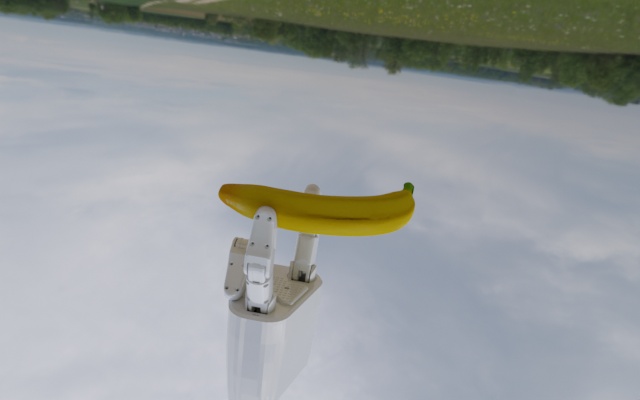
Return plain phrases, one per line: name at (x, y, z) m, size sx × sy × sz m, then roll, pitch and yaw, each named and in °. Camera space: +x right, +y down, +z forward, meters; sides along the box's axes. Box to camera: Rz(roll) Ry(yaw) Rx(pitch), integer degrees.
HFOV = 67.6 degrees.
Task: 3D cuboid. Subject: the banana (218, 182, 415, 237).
banana at (0.009, 0.008, 0.437) m, size 0.198 × 0.037 × 0.069 m, roll 1°, pitch 20°, yaw -18°
